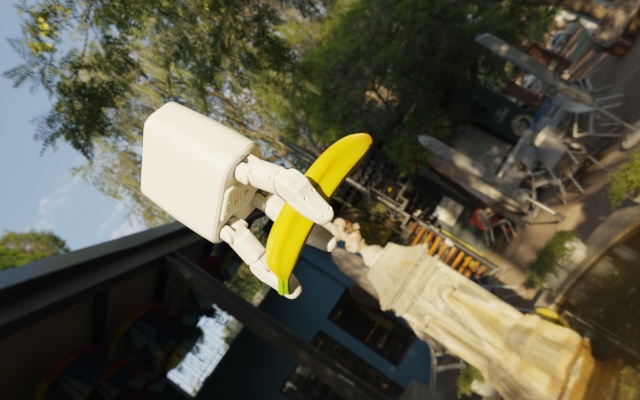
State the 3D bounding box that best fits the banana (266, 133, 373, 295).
[{"bbox_3d":[-0.004,-0.002,0.485,0.037,0.197,0.070,27,-15,17],"label":"banana"}]
